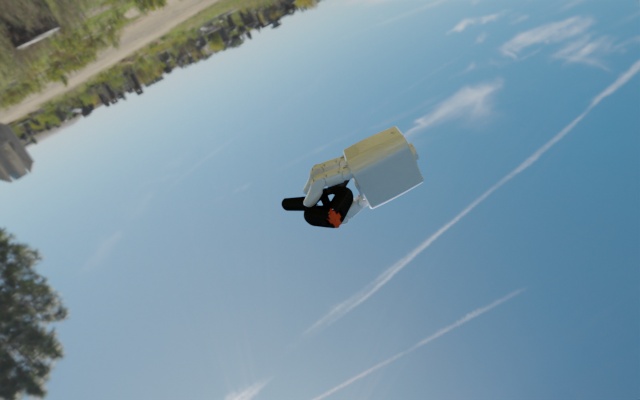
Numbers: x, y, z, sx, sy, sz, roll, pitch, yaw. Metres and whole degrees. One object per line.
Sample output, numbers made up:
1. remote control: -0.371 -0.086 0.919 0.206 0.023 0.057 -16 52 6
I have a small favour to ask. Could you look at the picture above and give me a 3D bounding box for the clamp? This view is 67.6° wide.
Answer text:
1. clamp: 0.001 0.004 0.861 0.164 0.036 0.210 -29 21 9
